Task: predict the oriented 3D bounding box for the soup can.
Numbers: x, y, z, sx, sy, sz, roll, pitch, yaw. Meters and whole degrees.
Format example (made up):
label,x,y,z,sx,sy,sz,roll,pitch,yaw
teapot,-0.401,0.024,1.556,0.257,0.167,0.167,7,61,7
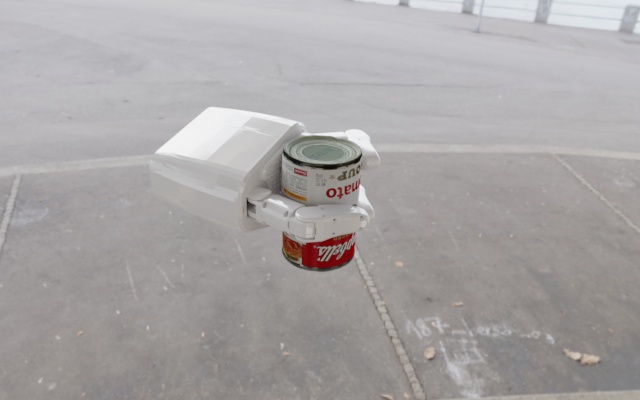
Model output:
label,x,y,z,sx,sy,sz,roll,pitch,yaw
soup can,0.000,0.001,0.418,0.068,0.102,0.068,2,28,-1
